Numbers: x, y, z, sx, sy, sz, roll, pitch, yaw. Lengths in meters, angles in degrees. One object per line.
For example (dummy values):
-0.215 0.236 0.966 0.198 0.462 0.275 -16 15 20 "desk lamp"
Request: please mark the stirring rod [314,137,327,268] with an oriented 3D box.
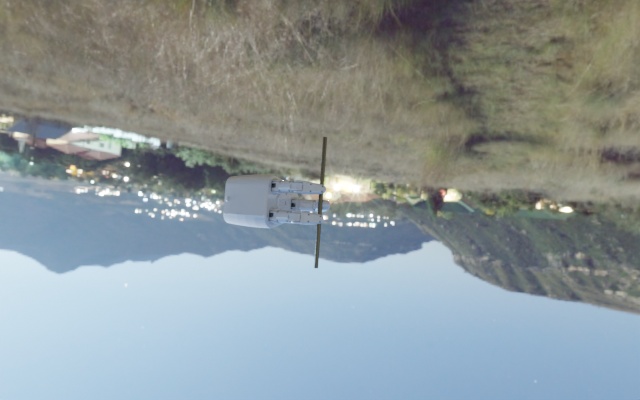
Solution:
0.000 0.003 0.873 0.011 0.239 0.011 4 -4 0 "stirring rod"
